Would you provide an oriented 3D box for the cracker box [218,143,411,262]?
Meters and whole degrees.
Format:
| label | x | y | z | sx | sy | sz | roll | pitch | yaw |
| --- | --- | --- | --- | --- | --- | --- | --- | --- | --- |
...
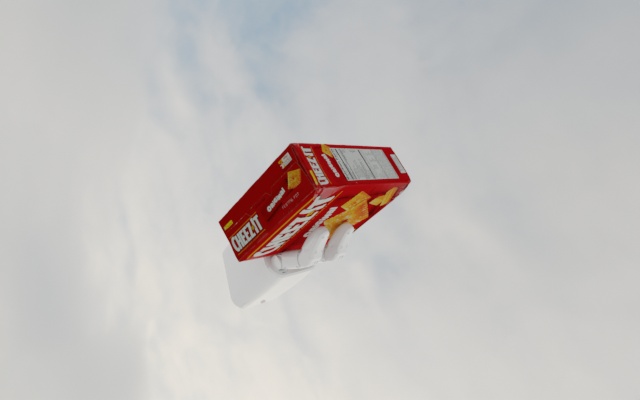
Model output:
| label | x | y | z | sx | sy | sz | roll | pitch | yaw |
| --- | --- | --- | --- | --- | --- | --- | --- | --- | --- |
| cracker box | 0.000 | 0.002 | 0.637 | 0.213 | 0.072 | 0.164 | -6 | -30 | -51 |
